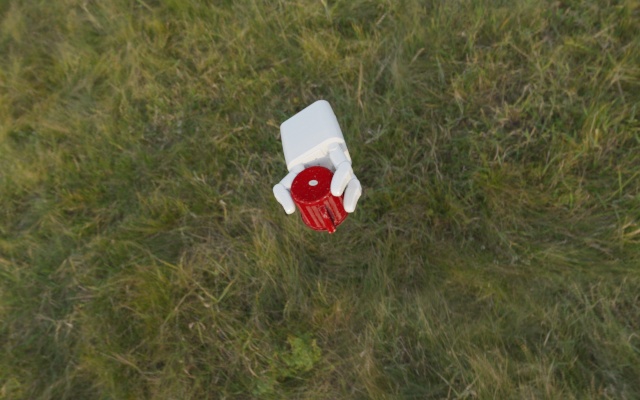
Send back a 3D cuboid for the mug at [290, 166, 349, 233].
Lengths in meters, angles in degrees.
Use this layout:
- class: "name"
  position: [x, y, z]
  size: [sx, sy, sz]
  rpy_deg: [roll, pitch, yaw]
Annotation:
- class: "mug"
  position: [0.000, 0.004, 0.822]
  size: [0.093, 0.117, 0.081]
  rpy_deg: [-21, -36, 5]
